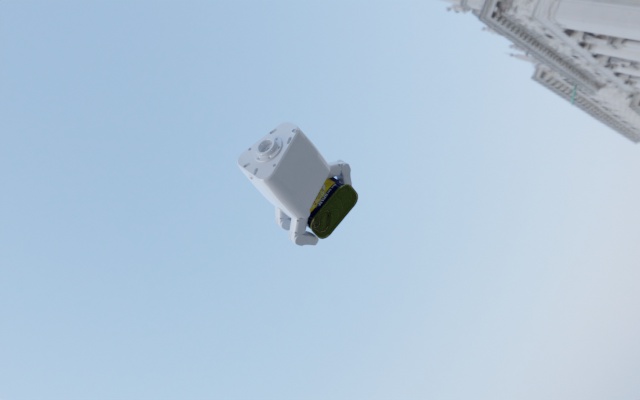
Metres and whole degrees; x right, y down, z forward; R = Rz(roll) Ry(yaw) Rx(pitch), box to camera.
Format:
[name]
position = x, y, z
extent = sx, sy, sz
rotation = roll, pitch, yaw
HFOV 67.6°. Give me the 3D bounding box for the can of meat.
[can of meat]
position = 0.000, 0.003, 0.828
extent = 0.084, 0.102, 0.057
rotation = 34, -9, 43
